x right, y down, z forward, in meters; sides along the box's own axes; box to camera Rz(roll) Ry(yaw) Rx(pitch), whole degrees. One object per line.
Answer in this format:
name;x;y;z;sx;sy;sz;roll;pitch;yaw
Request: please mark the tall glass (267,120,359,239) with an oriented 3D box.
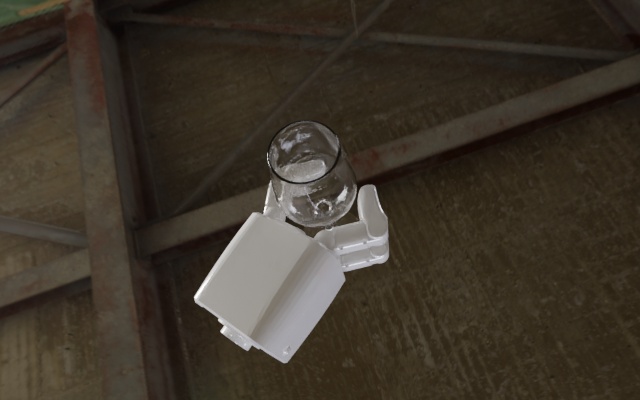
tall glass;0.000;0.002;0.481;0.079;0.079;0.201;0;-25;9
